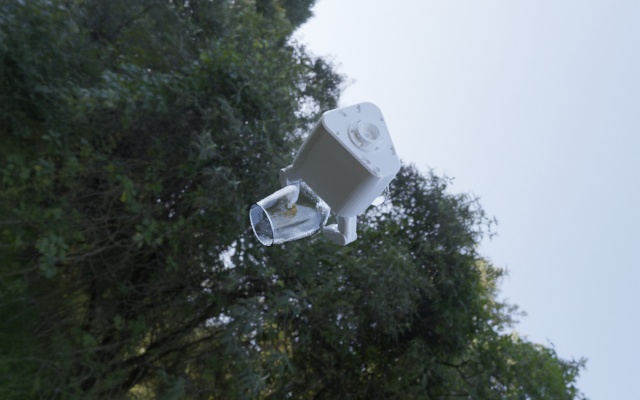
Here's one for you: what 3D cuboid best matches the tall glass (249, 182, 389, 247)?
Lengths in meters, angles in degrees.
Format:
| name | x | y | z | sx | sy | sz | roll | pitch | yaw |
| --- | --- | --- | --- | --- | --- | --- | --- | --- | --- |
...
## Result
| name | x | y | z | sx | sy | sz | roll | pitch | yaw |
| --- | --- | --- | --- | --- | --- | --- | --- | --- | --- |
| tall glass | 0.001 | 0.002 | 0.684 | 0.201 | 0.079 | 0.079 | -21 | 11 | -31 |
